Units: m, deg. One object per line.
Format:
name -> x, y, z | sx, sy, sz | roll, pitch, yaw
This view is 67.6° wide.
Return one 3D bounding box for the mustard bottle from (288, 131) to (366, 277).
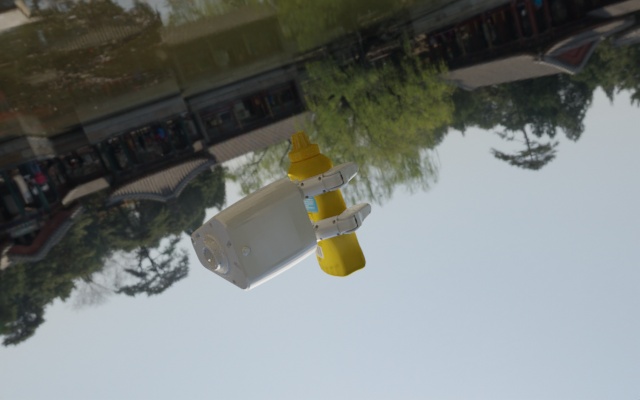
mustard bottle -> 0.000, 0.002, 0.634 | 0.058, 0.192, 0.096 | -23, 13, -14
